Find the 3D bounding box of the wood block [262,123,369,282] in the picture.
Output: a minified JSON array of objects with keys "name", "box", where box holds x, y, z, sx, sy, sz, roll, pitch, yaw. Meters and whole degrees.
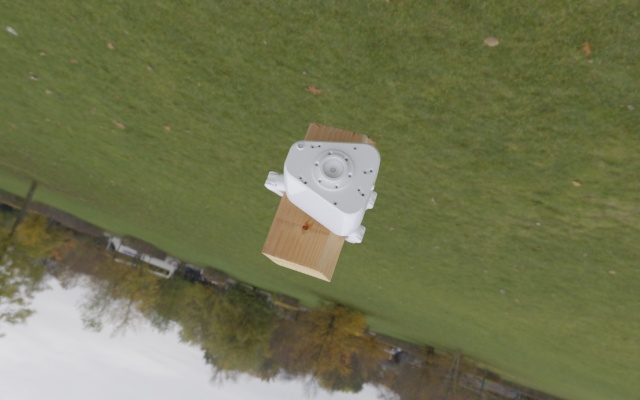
[{"name":"wood block","box":[0.000,0.002,0.708,0.091,0.206,0.090,16,-15,16]}]
